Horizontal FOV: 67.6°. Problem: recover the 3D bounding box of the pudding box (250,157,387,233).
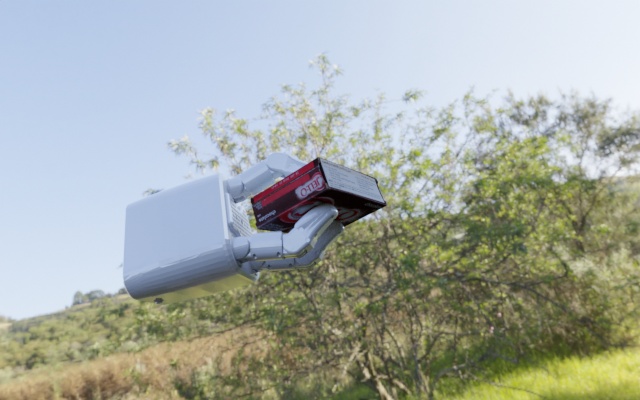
[{"bbox_3d":[0.000,0.001,0.482,0.090,0.039,0.113,-28,-21,29],"label":"pudding box"}]
